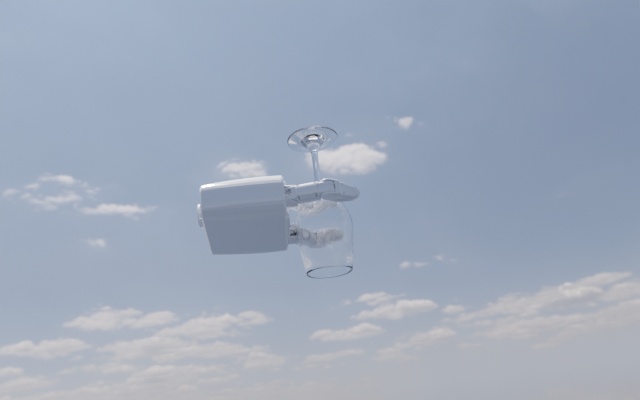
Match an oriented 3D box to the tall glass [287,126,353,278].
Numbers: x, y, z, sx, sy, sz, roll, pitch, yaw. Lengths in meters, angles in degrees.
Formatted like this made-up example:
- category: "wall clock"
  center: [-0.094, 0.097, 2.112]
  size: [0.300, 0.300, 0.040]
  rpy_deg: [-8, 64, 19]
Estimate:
- category: "tall glass"
  center: [0.000, 0.001, 0.658]
  size: [0.079, 0.201, 0.079]
  rpy_deg: [-7, -22, -3]
